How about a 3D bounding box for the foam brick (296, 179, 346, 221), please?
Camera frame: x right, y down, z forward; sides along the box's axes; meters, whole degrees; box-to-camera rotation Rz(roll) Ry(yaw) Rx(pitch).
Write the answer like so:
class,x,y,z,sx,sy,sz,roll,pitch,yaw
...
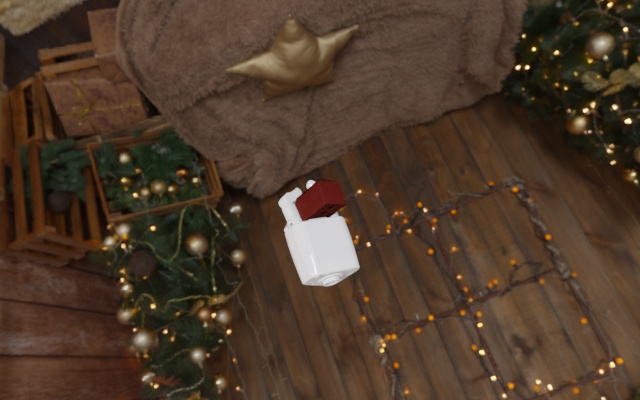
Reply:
class,x,y,z,sx,sy,sz,roll,pitch,yaw
foam brick,0.000,0.003,0.893,0.053,0.051,0.078,4,-32,-41
